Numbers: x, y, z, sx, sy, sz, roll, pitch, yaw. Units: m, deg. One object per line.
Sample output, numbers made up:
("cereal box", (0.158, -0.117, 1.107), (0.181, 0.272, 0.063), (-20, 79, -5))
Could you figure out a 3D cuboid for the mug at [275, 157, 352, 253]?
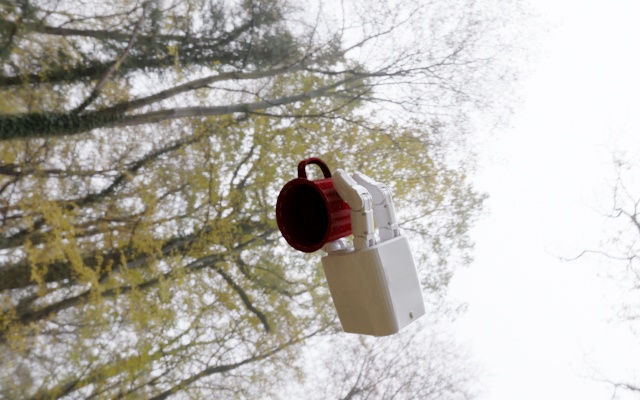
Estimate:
("mug", (0.000, 0.001, 0.613), (0.093, 0.117, 0.081), (-16, -3, 41))
